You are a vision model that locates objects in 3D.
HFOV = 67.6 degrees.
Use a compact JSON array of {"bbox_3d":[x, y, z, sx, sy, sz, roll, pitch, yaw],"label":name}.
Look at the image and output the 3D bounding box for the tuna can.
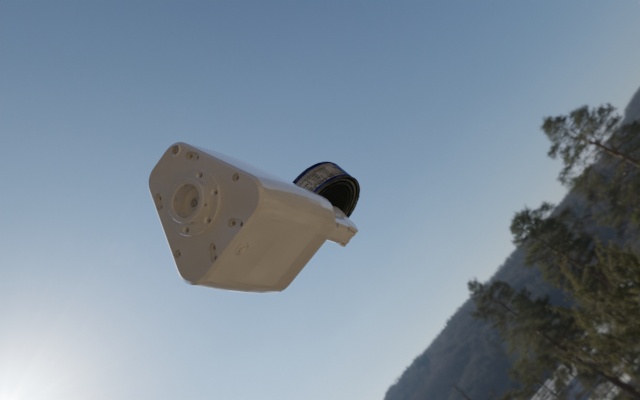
[{"bbox_3d":[0.000,0.001,0.510,0.033,0.086,0.086,41,24,31],"label":"tuna can"}]
